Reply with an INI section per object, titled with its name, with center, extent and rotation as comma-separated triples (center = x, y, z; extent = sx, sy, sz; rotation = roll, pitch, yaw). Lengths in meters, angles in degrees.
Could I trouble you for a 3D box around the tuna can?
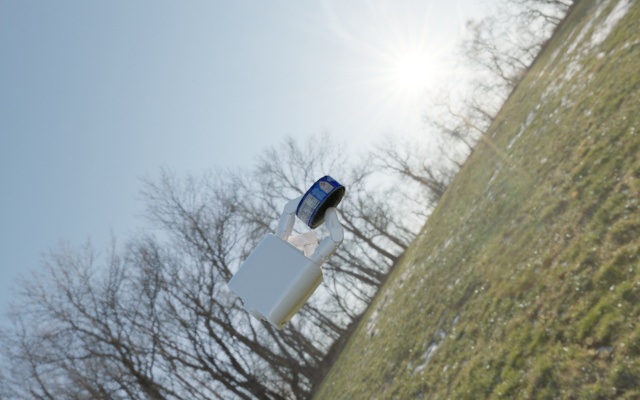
[tuna can]
center = 0.000, 0.002, 0.753
extent = 0.033, 0.086, 0.086
rotation = 39, 12, 15
